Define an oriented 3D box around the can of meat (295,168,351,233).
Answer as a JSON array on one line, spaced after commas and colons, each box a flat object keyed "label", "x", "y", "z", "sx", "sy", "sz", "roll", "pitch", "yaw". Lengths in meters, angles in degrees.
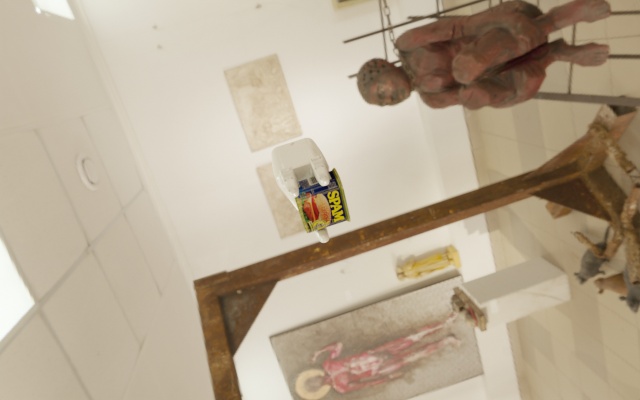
[{"label": "can of meat", "x": 0.000, "y": 0.003, "z": 0.842, "sx": 0.084, "sy": 0.102, "sz": 0.057, "roll": -18, "pitch": 39, "yaw": -3}]
